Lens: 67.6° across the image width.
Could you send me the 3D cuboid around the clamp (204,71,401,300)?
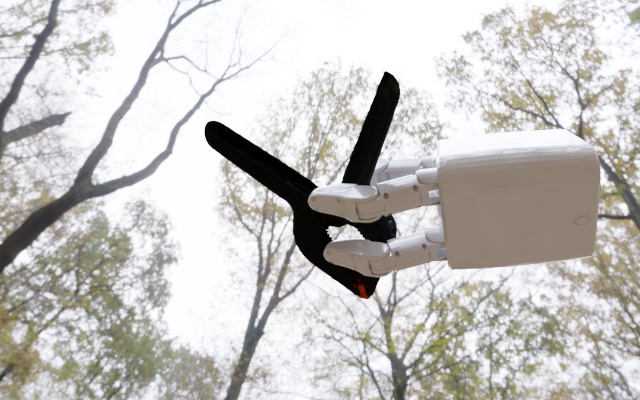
[{"bbox_3d":[0.001,0.001,0.415,0.164,0.210,0.036,-4,33,18],"label":"clamp"}]
